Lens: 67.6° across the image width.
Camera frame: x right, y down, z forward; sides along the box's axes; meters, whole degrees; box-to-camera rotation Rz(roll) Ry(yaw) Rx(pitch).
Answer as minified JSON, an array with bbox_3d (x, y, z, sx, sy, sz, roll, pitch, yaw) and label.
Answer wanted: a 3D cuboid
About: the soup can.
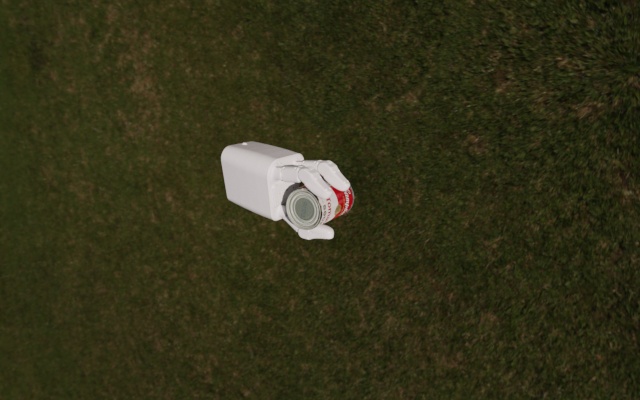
[{"bbox_3d":[0.000,0.003,0.767,0.068,0.068,0.102,0,13,33],"label":"soup can"}]
